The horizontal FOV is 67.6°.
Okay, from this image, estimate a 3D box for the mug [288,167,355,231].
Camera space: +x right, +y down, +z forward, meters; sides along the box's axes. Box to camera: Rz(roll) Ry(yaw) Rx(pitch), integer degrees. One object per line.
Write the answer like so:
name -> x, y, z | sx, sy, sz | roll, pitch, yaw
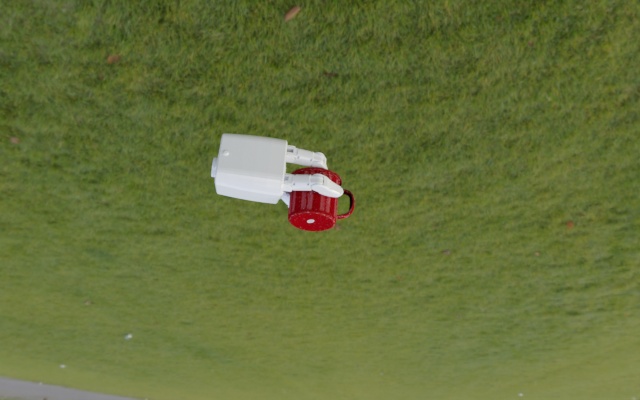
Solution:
mug -> 0.002, 0.003, 0.813 | 0.117, 0.081, 0.093 | 7, -27, -6
